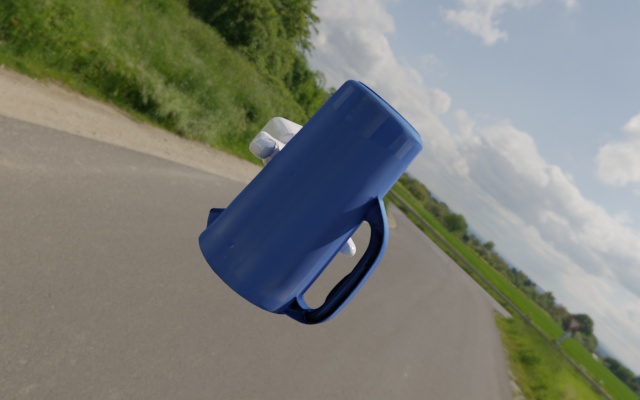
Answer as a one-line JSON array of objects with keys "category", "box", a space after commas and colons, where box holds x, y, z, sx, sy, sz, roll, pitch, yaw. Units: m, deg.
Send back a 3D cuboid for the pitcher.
[{"category": "pitcher", "box": [0.000, 0.002, 0.514, 0.149, 0.243, 0.145, 38, 10, -22]}]
